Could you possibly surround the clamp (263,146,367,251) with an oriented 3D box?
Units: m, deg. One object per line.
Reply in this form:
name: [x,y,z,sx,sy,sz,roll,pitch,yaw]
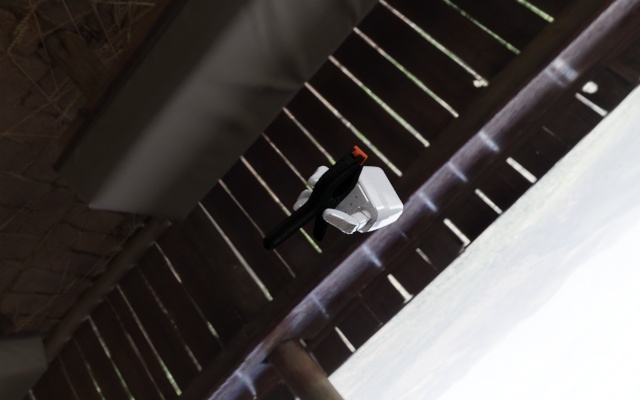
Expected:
clamp: [0.001,0.003,0.776,0.036,0.210,0.164,46,30,22]
